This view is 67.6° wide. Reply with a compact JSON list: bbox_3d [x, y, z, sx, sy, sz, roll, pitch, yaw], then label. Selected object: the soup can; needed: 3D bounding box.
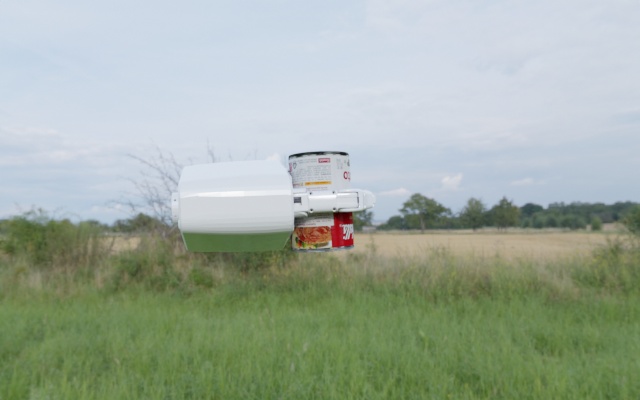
[{"bbox_3d":[0.001,0.001,0.512,0.068,0.102,0.068,-3,-1,0],"label":"soup can"}]
